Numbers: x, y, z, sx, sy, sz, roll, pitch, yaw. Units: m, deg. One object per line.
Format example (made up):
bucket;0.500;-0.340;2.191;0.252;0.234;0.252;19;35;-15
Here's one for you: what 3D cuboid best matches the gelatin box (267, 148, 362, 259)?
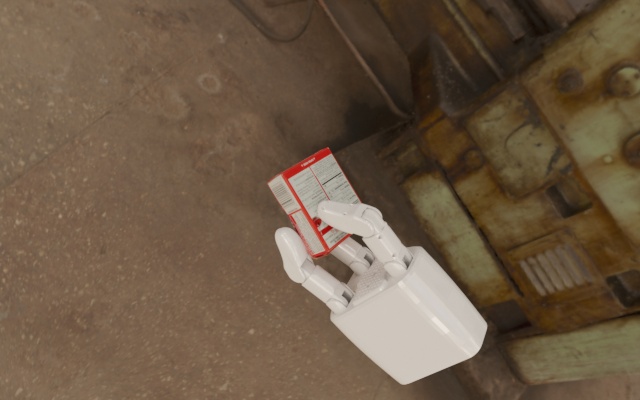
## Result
gelatin box;0.000;0.001;0.474;0.073;0.089;0.030;-35;6;-42
